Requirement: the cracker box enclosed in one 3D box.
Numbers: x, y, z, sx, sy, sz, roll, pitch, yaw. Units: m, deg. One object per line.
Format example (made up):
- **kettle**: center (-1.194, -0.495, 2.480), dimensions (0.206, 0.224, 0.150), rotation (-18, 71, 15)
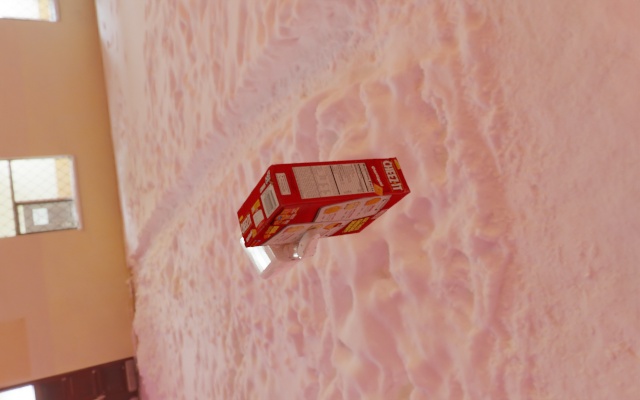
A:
- **cracker box**: center (0.000, 0.003, 0.727), dimensions (0.213, 0.072, 0.164), rotation (-6, -22, -29)
